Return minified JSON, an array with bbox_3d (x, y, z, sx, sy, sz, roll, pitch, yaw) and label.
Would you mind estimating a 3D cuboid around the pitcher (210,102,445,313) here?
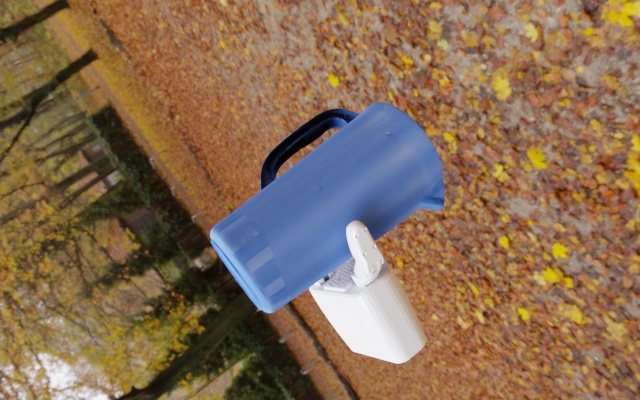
[{"bbox_3d":[0.000,0.002,0.529,0.243,0.145,0.149,-36,19,-16],"label":"pitcher"}]
